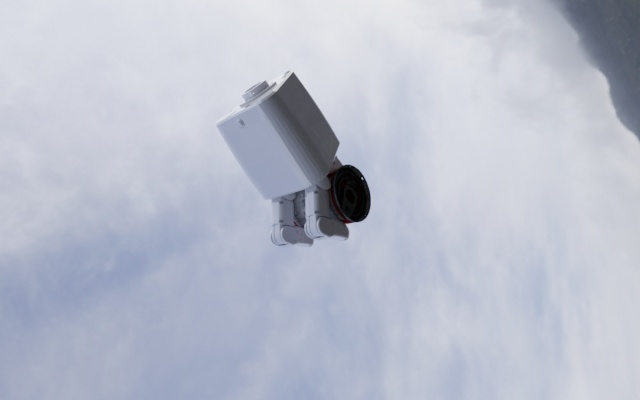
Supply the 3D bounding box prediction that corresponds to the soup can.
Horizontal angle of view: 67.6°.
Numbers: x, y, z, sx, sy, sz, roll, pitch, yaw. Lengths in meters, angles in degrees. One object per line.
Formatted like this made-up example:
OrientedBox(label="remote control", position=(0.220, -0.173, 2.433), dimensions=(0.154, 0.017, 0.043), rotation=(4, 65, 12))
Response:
OrientedBox(label="soup can", position=(0.000, 0.002, 0.577), dimensions=(0.102, 0.068, 0.068), rotation=(-15, -10, 39))
